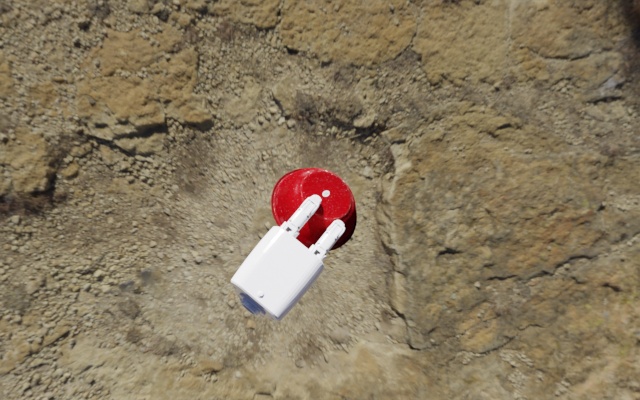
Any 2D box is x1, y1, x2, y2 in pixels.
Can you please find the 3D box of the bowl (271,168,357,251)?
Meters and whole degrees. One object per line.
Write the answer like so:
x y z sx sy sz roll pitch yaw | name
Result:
0.001 0.001 0.814 0.162 0.162 0.055 0 -27 -25 | bowl
